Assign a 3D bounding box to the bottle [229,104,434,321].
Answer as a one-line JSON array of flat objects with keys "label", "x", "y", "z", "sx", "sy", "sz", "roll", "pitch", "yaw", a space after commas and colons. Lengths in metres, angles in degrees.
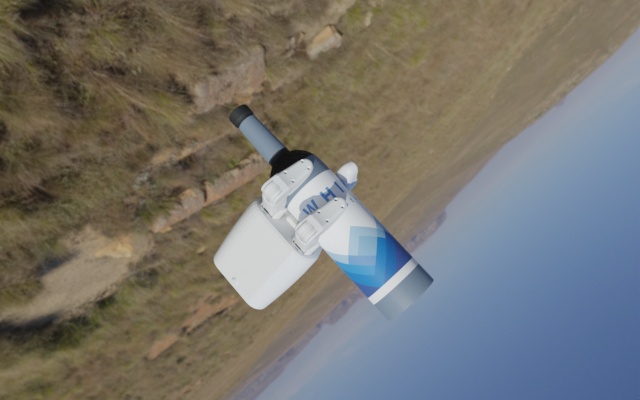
[{"label": "bottle", "x": 0.000, "y": 0.002, "z": 0.541, "sx": 0.069, "sy": 0.295, "sz": 0.069, "roll": -41, "pitch": -10, "yaw": -9}]
